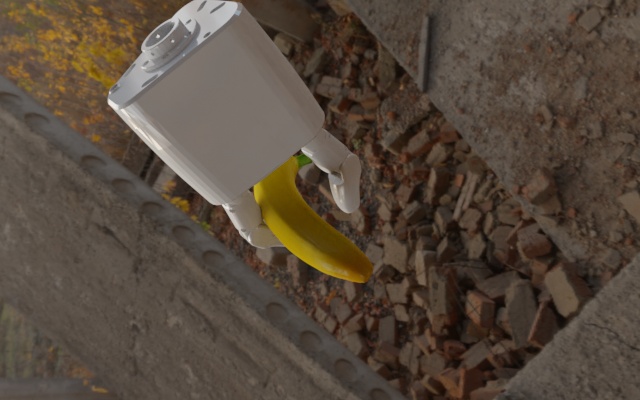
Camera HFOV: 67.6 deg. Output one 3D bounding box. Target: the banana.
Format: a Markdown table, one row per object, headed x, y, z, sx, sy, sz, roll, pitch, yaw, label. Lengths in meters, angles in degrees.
| x | y | z | sx | sy | sz | roll | pitch | yaw | label |
| --- | --- | --- | --- | --- | --- | --- | --- | --- | --- |
| -0.019 | 0.003 | 0.410 | 0.069 | 0.037 | 0.197 | -12 | 36 | -10 | banana |
